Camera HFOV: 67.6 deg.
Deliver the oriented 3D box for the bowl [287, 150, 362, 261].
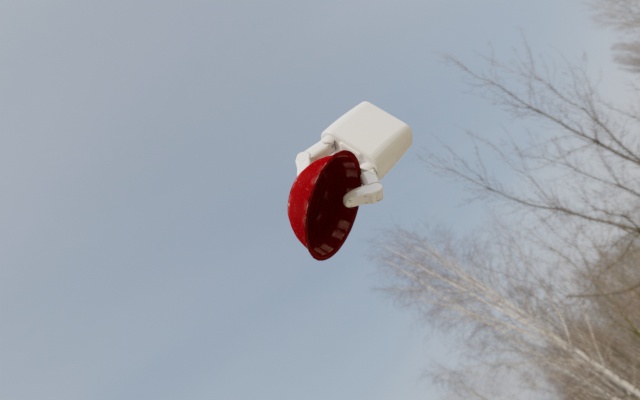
[{"bbox_3d":[-0.001,0.003,0.687,0.055,0.162,0.162,15,7,27],"label":"bowl"}]
